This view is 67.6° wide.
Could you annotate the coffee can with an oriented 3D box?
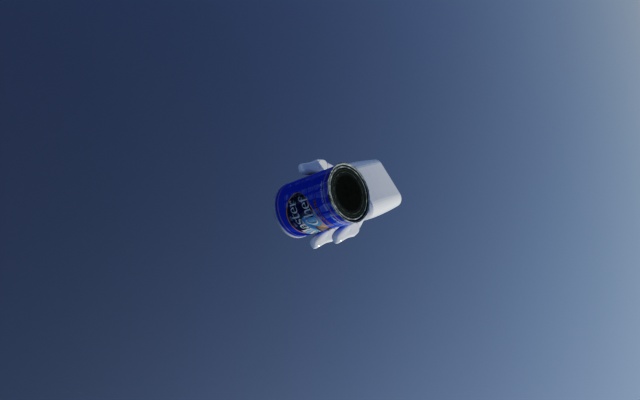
[{"bbox_3d":[0.000,0.003,0.828,0.103,0.103,0.140,0,-13,-45],"label":"coffee can"}]
